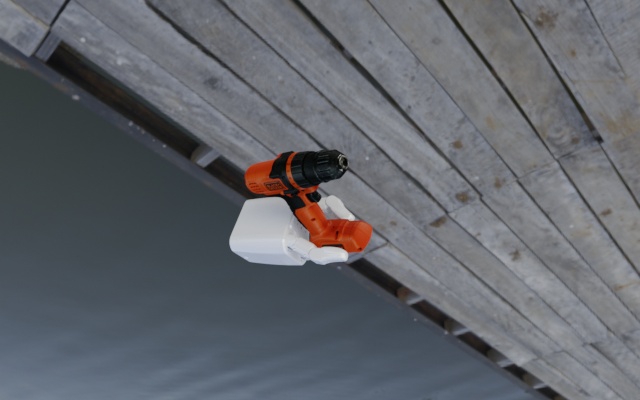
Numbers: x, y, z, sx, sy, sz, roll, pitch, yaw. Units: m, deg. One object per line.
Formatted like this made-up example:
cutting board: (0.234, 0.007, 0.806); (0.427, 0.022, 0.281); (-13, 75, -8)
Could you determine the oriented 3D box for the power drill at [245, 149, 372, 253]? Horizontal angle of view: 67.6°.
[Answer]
power drill: (0.000, 0.003, 0.711); (0.184, 0.057, 0.188); (-5, -45, 42)
